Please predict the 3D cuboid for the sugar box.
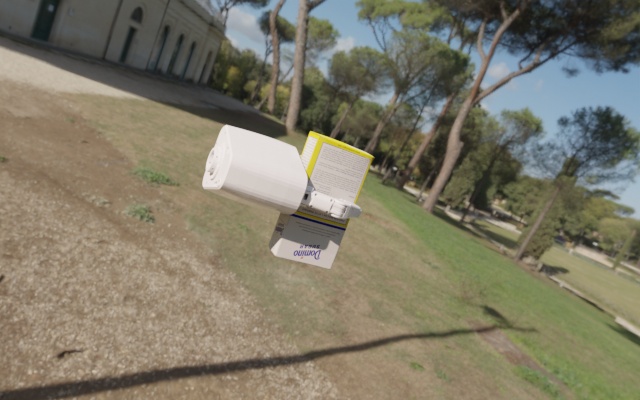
[{"bbox_3d":[0.000,0.002,0.673,0.093,0.176,0.048,18,11,-26],"label":"sugar box"}]
